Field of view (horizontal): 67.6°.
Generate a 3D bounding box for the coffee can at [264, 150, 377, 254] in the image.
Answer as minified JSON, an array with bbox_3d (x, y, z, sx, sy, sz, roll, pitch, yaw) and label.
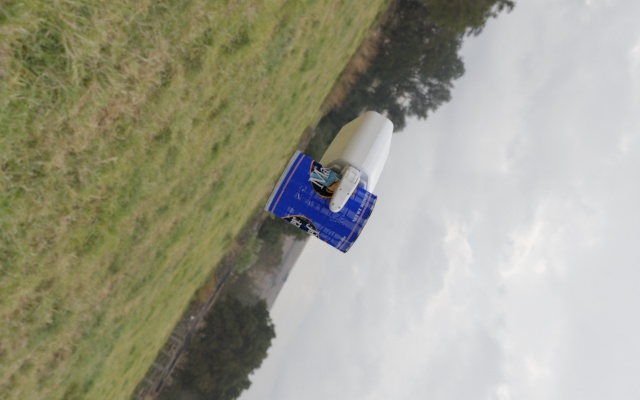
[{"bbox_3d":[0.000,0.002,0.725,0.140,0.103,0.103,30,-1,-2],"label":"coffee can"}]
